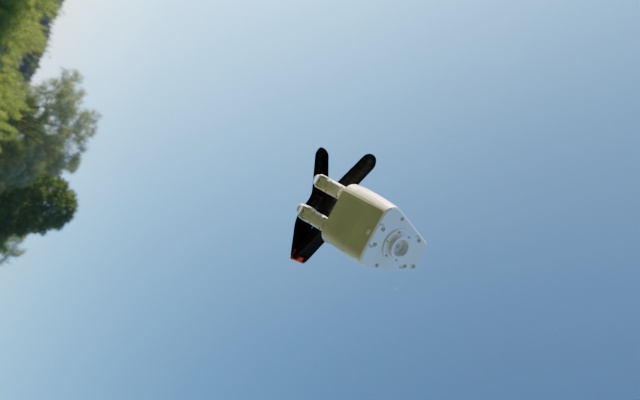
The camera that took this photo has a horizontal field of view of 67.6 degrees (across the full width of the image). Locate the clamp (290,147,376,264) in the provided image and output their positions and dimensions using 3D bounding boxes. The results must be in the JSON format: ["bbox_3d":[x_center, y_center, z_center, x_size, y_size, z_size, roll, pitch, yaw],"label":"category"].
[{"bbox_3d":[0.001,0.003,0.805,0.036,0.210,0.164,26,3,-30],"label":"clamp"}]
